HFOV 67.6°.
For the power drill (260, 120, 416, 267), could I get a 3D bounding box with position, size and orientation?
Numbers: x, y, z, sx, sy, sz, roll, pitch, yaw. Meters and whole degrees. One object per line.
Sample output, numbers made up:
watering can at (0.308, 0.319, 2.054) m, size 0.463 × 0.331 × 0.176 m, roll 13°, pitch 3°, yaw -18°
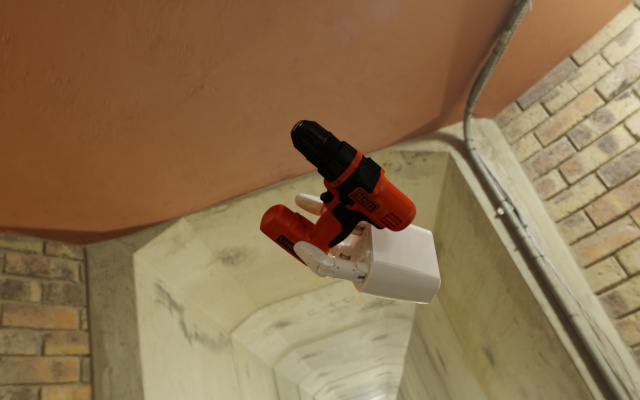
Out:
power drill at (0.000, 0.002, 0.615) m, size 0.184 × 0.057 × 0.188 m, roll 40°, pitch -45°, yaw -13°
